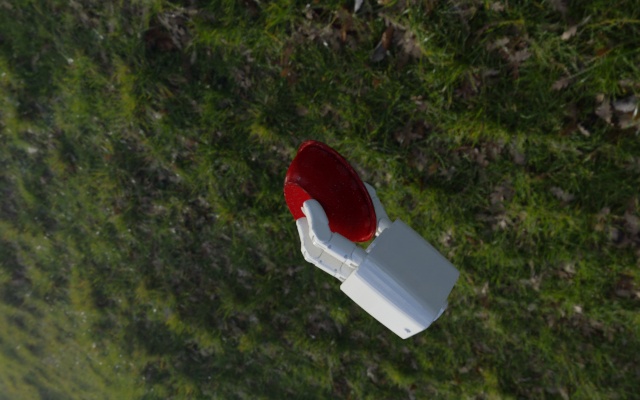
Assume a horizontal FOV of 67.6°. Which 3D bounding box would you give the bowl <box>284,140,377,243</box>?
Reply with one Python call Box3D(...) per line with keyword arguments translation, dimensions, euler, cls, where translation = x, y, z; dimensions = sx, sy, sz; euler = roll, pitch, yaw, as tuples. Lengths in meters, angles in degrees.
Box3D(translation=(-0.001, 0.002, 0.644), dimensions=(0.055, 0.162, 0.162), euler=(-34, 15, -24), cls="bowl")
